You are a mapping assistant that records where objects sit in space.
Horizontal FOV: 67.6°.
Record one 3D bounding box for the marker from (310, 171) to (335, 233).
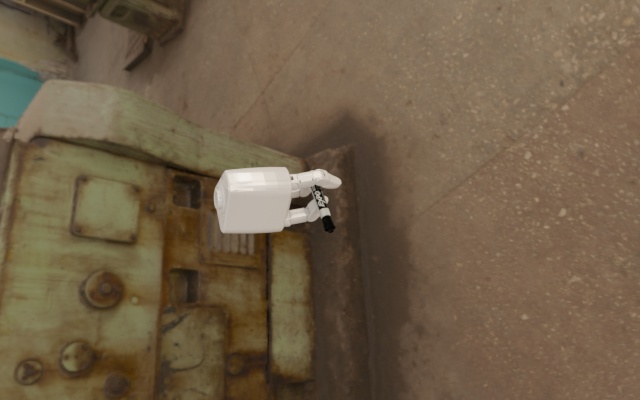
[{"bbox_3d":[0.000,0.003,0.806,0.020,0.121,0.020,-14,-32,-9],"label":"marker"}]
